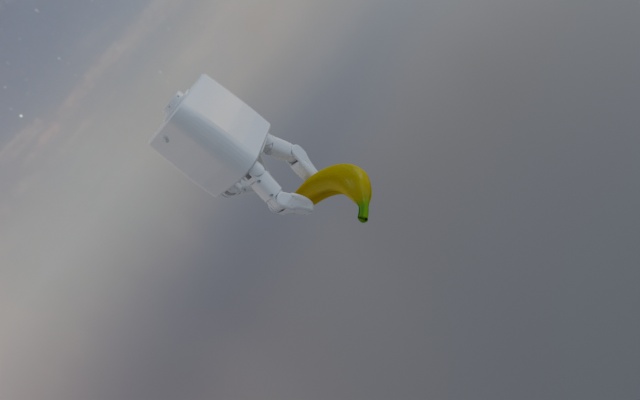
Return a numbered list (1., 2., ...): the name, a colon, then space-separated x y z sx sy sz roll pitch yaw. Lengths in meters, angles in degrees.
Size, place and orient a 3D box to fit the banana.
1. banana: 0.011 -0.013 0.602 0.037 0.069 0.198 37 -15 -22
